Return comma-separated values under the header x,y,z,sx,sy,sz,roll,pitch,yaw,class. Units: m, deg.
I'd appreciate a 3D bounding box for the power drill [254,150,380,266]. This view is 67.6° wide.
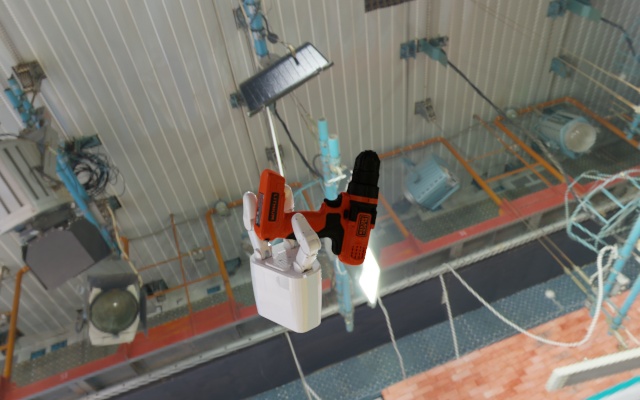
x,y,z,sx,sy,sz,roll,pitch,yaw,class
0.000,0.003,0.731,0.187,0.184,0.057,8,1,-18,power drill
